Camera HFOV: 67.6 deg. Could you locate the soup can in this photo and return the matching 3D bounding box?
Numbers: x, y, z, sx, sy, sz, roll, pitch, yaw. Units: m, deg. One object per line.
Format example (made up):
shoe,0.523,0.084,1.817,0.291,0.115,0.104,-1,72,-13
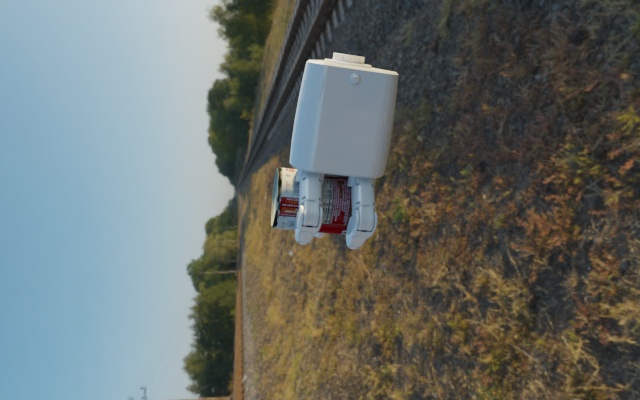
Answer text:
soup can,0.000,0.002,0.524,0.102,0.068,0.068,5,-1,-10
